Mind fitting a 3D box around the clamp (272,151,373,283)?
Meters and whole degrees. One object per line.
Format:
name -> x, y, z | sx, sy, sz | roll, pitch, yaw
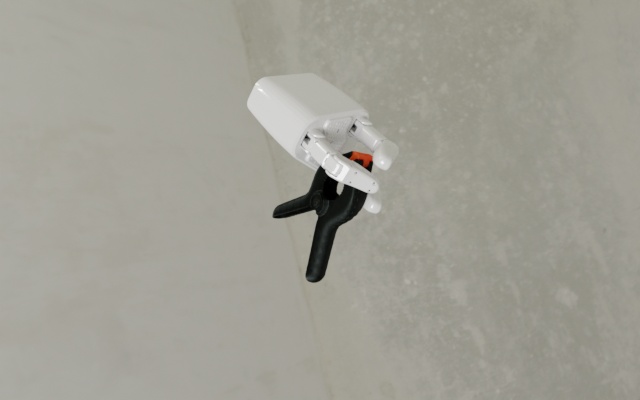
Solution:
clamp -> 0.000, 0.002, 0.584 | 0.039, 0.171, 0.120 | 1, 37, -50
